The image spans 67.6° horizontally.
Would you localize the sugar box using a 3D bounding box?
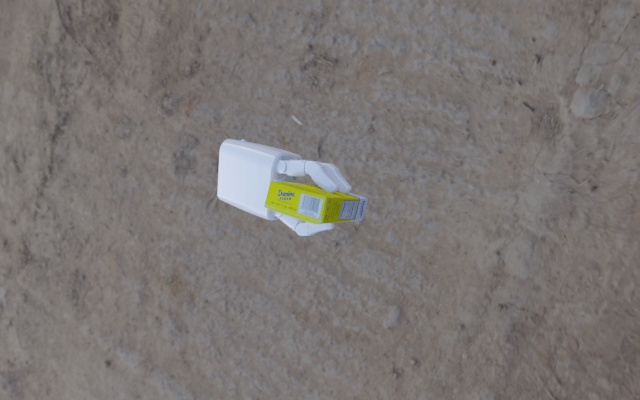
[{"bbox_3d":[0.000,0.002,0.732,0.093,0.048,0.176,17,9,22],"label":"sugar box"}]
